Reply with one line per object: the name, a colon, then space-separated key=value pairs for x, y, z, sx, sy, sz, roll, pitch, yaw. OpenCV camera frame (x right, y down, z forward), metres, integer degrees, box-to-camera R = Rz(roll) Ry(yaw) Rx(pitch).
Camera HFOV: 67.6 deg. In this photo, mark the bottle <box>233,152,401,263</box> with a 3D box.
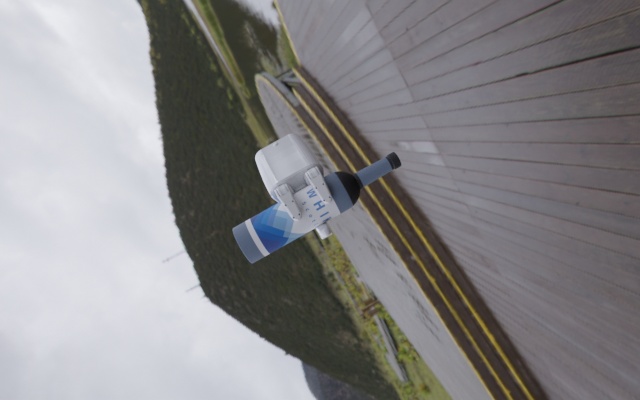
bottle: x=0.000 y=0.003 z=0.790 sx=0.295 sy=0.069 sz=0.069 roll=-29 pitch=1 yaw=-2
